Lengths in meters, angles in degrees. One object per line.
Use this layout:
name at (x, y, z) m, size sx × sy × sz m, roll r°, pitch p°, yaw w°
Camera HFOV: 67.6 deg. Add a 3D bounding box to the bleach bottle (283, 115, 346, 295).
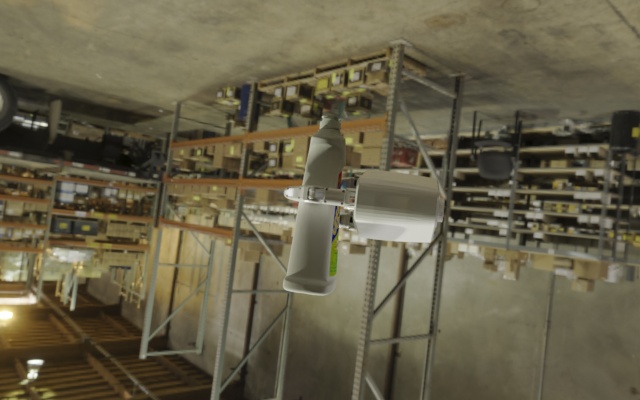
bleach bottle at (0.000, 0.002, 0.684) m, size 0.068 × 0.251 × 0.102 m, roll 6°, pitch -3°, yaw 11°
